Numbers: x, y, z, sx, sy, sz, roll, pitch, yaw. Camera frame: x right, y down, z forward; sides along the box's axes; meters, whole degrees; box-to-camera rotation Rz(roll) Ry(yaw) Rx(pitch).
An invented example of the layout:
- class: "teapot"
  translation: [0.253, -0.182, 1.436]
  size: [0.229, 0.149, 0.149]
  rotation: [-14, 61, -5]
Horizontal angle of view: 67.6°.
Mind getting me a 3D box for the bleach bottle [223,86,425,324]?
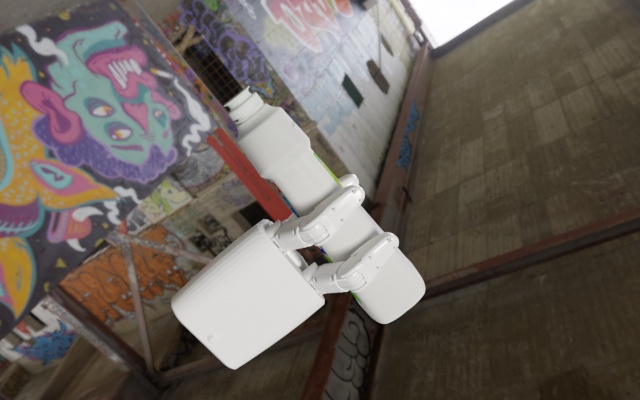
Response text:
- class: "bleach bottle"
  translation: [0.000, 0.002, 0.456]
  size: [0.068, 0.251, 0.102]
  rotation: [-39, 19, 0]
